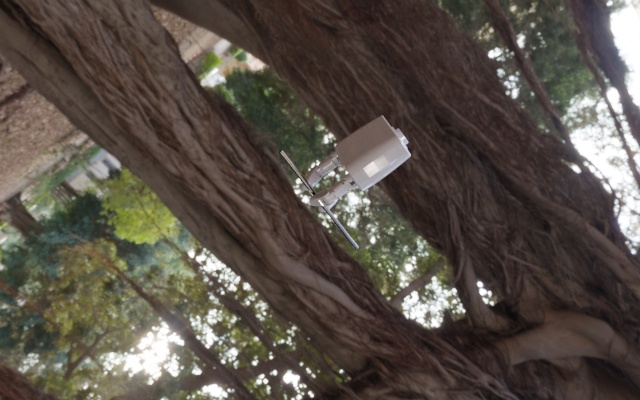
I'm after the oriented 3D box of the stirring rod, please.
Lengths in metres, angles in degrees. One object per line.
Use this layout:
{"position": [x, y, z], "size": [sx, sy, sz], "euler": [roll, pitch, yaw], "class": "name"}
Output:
{"position": [0.000, 0.003, 0.882], "size": [0.011, 0.239, 0.011], "euler": [-33, 20, 14], "class": "stirring rod"}
